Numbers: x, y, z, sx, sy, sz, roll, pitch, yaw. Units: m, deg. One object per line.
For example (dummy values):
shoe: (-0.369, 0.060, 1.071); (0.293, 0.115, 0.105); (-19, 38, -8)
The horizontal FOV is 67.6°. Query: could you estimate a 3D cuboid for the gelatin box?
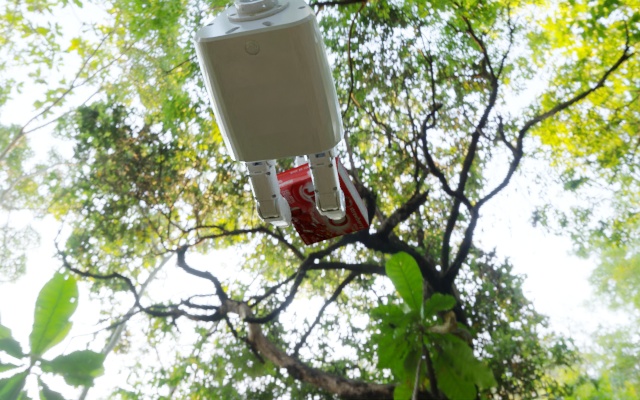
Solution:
gelatin box: (0.000, 0.002, 0.487); (0.073, 0.030, 0.089); (-18, -49, 16)
